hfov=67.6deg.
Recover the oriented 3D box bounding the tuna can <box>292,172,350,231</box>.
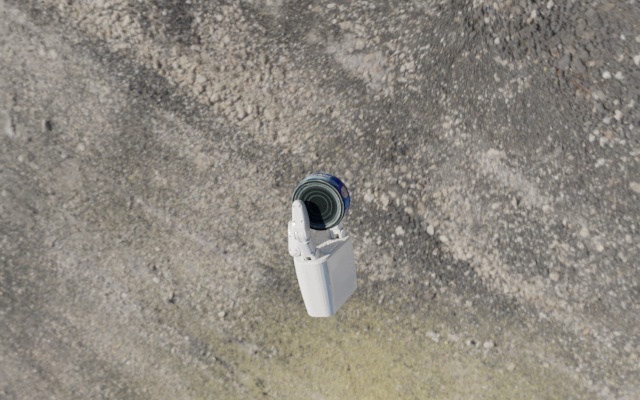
[{"bbox_3d":[0.000,0.003,0.728,0.086,0.086,0.033,0,20,19],"label":"tuna can"}]
